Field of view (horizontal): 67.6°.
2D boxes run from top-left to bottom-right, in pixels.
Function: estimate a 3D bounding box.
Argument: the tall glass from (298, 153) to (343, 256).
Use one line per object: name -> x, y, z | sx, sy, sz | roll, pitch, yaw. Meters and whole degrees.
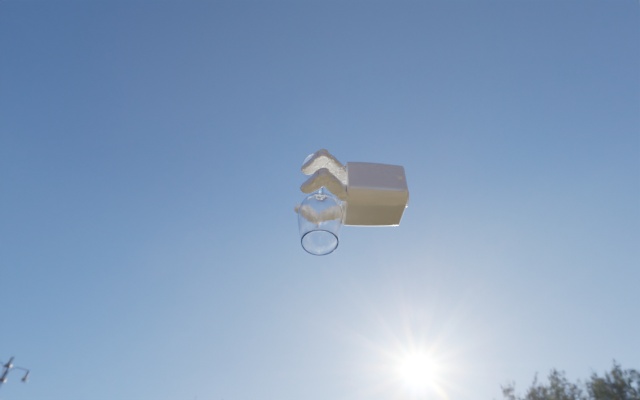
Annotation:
tall glass -> 0.000, 0.002, 0.850 | 0.079, 0.079, 0.200 | 0, 42, 1
